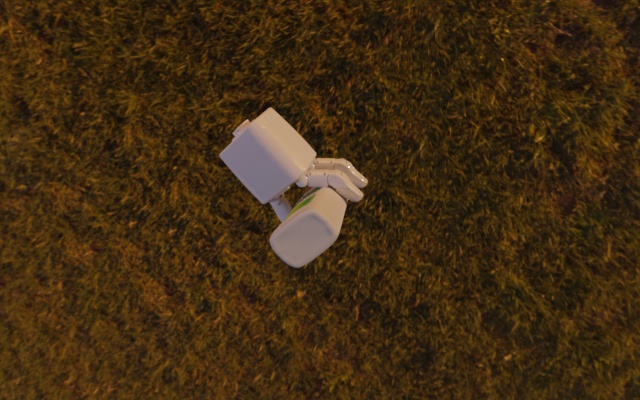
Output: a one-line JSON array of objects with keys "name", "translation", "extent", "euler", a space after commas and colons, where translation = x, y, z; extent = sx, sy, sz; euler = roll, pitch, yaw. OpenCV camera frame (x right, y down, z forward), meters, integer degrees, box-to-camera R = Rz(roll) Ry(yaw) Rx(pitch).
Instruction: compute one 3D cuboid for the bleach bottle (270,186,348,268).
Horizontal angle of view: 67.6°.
[{"name": "bleach bottle", "translation": [0.000, 0.003, 0.770], "extent": [0.102, 0.068, 0.250], "euler": [-38, 12, 24]}]
